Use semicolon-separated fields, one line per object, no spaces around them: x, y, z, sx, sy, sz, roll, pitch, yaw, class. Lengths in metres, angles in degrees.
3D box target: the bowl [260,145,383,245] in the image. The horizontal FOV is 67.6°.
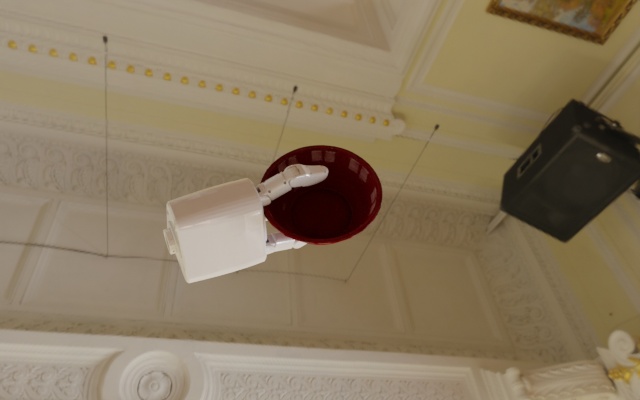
0.001;0.002;0.643;0.162;0.162;0.055;0;-36;1;bowl
